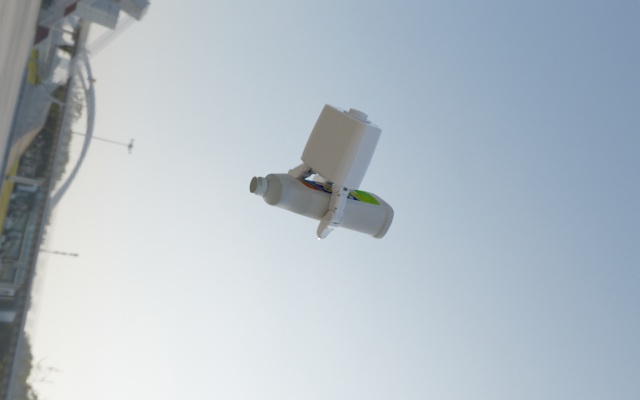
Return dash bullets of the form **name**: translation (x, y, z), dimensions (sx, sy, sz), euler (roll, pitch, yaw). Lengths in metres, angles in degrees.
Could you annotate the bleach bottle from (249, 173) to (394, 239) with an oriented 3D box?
- **bleach bottle**: translation (0.000, 0.003, 0.816), dimensions (0.251, 0.068, 0.102), euler (13, 18, -33)
